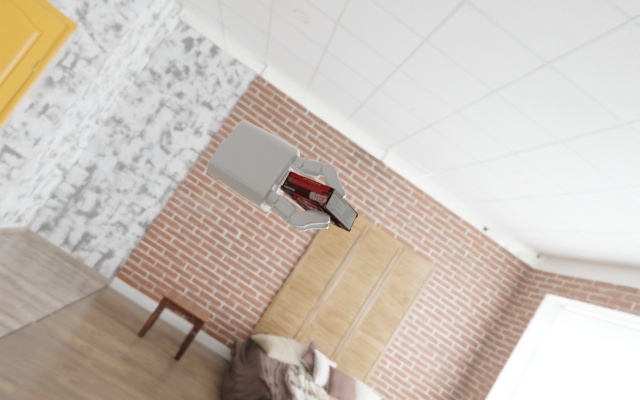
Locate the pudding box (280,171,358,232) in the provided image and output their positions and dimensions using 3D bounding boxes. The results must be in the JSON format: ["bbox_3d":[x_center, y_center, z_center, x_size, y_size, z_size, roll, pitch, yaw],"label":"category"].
[{"bbox_3d":[0.000,0.002,0.764,0.090,0.039,0.113,24,-9,32],"label":"pudding box"}]
